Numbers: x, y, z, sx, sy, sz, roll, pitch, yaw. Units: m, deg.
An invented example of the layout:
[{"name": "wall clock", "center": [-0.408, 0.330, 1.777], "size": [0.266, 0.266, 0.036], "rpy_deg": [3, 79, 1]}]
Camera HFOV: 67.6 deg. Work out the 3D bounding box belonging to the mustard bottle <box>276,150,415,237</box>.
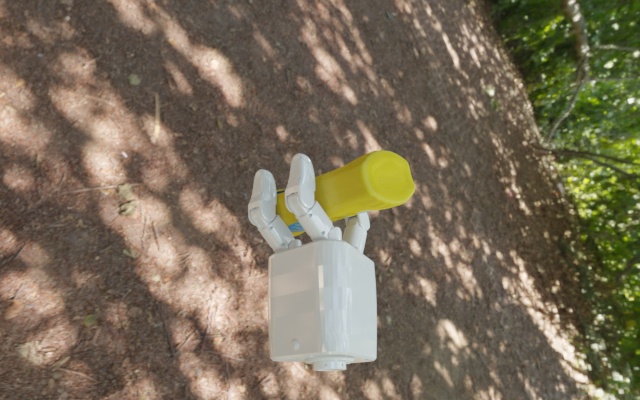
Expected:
[{"name": "mustard bottle", "center": [0.000, 0.001, 0.526], "size": [0.192, 0.058, 0.096], "rpy_deg": [-20, -6, 37]}]
